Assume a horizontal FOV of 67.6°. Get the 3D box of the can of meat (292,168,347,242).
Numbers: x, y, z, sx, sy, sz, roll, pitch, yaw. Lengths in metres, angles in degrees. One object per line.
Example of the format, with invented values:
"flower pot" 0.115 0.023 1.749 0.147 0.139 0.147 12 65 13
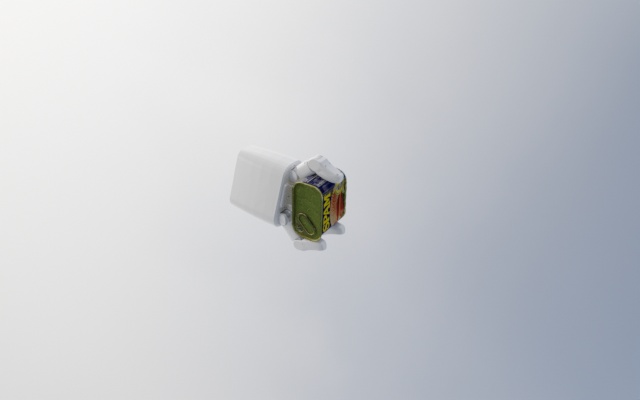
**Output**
"can of meat" 0.000 0.002 0.783 0.057 0.102 0.084 19 34 27
